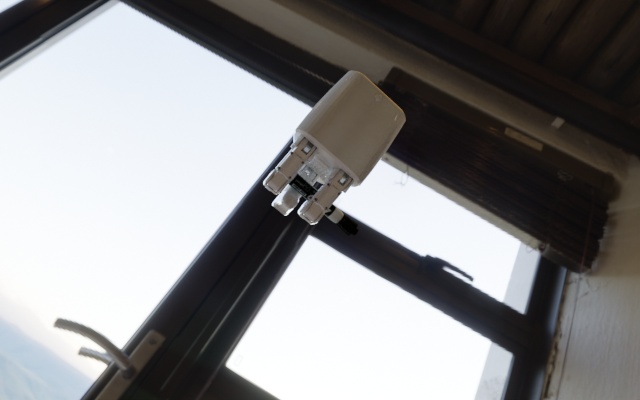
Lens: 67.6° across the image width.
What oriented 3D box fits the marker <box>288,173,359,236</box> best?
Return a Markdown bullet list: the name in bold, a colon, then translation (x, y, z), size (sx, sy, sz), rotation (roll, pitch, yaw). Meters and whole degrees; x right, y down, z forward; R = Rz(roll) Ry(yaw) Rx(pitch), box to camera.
- **marker**: translation (0.000, 0.002, 0.590), size (0.121, 0.020, 0.020), rotation (41, -8, -10)
